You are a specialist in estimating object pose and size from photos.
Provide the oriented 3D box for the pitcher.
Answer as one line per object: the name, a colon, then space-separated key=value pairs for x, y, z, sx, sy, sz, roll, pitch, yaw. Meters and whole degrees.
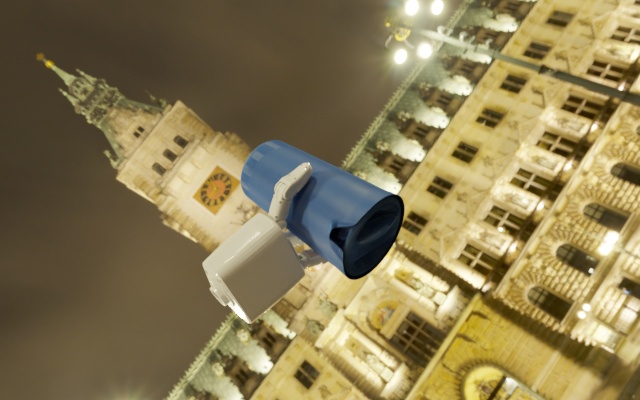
pitcher: x=0.000 y=0.002 z=0.723 sx=0.242 sy=0.149 sz=0.145 roll=32 pitch=63 yaw=33
